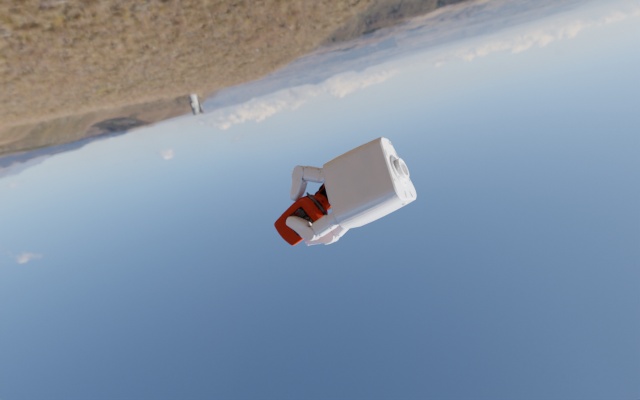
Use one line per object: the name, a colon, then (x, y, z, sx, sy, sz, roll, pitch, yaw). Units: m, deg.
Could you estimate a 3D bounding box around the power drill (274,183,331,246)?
power drill: (0.000, 0.003, 0.855, 0.184, 0.057, 0.187, -43, 0, 44)
